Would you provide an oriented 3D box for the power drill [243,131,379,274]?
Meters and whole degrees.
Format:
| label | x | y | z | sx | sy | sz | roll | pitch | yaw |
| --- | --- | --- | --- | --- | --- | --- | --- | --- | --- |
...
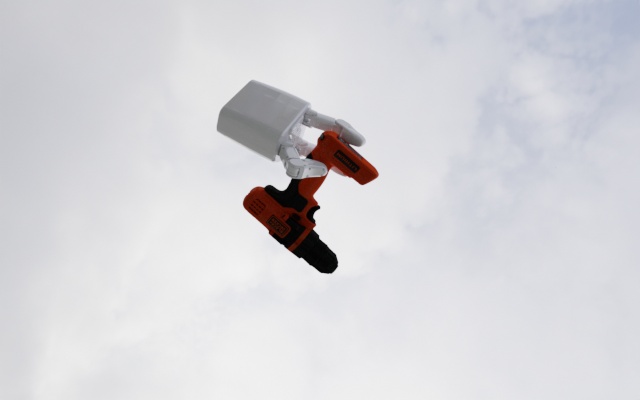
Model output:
| label | x | y | z | sx | sy | sz | roll | pitch | yaw |
| --- | --- | --- | --- | --- | --- | --- | --- | --- | --- |
| power drill | 0.000 | 0.002 | 0.733 | 0.184 | 0.188 | 0.057 | 41 | 13 | -8 |
